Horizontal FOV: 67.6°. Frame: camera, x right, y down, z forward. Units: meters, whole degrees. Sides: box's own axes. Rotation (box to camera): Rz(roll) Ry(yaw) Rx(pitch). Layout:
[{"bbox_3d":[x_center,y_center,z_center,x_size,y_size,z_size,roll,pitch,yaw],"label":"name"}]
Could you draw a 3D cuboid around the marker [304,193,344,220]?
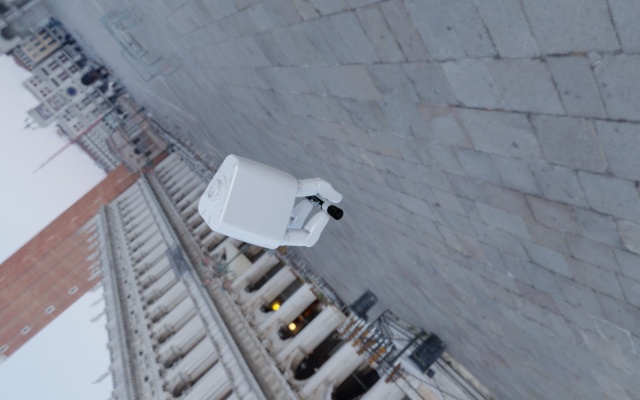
[{"bbox_3d":[0.000,0.003,0.771,0.020,0.020,0.121,0,20,-32],"label":"marker"}]
